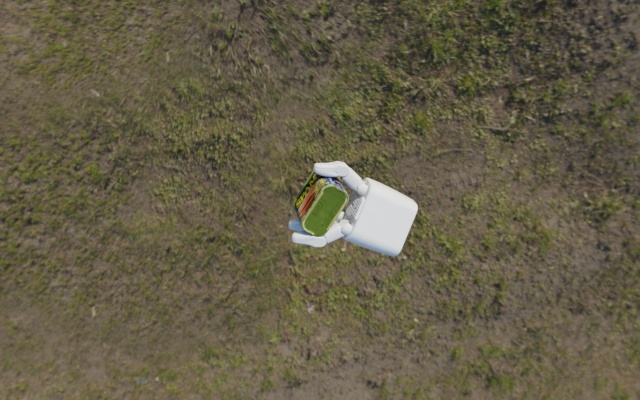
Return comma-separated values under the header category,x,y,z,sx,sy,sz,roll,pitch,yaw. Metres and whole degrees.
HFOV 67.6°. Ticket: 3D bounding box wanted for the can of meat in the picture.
category,x,y,z,sx,sy,sz,roll,pitch,yaw
can of meat,0.000,0.003,0.837,0.057,0.102,0.084,27,16,-21
